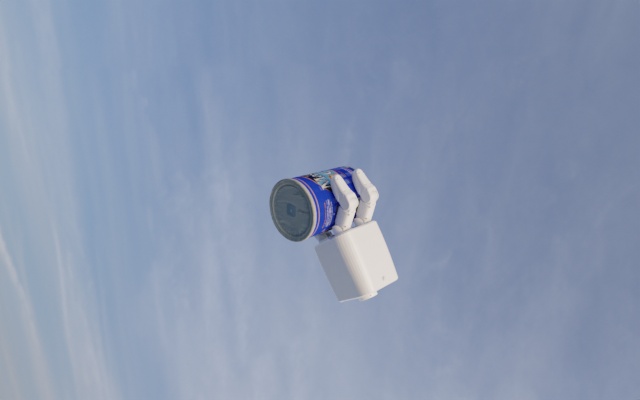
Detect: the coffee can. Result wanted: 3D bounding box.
[{"bbox_3d":[0.000,0.003,0.802,0.103,0.103,0.140,0,11,44],"label":"coffee can"}]
